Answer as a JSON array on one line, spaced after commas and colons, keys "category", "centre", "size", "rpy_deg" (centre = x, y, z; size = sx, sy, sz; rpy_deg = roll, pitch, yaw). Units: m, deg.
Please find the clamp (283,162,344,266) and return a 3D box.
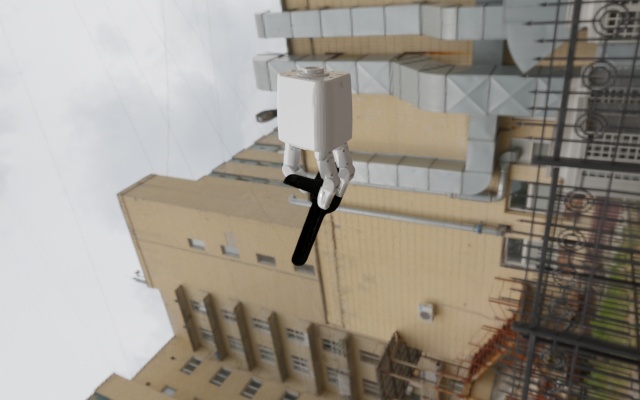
[{"category": "clamp", "centre": [0.000, 0.002, 0.812], "size": [0.036, 0.165, 0.210], "rpy_deg": [14, 28, 24]}]
